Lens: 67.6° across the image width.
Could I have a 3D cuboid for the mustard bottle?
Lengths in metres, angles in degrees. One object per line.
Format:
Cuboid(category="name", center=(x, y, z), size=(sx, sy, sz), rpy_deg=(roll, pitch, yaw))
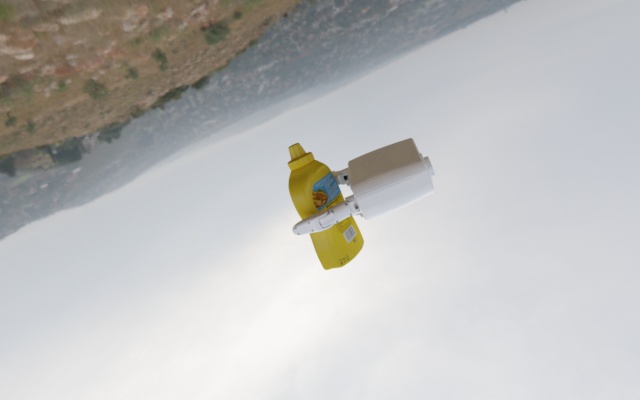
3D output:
Cuboid(category="mustard bottle", center=(0.000, 0.003, 0.724), size=(0.058, 0.192, 0.096), rpy_deg=(-16, 14, 36))
